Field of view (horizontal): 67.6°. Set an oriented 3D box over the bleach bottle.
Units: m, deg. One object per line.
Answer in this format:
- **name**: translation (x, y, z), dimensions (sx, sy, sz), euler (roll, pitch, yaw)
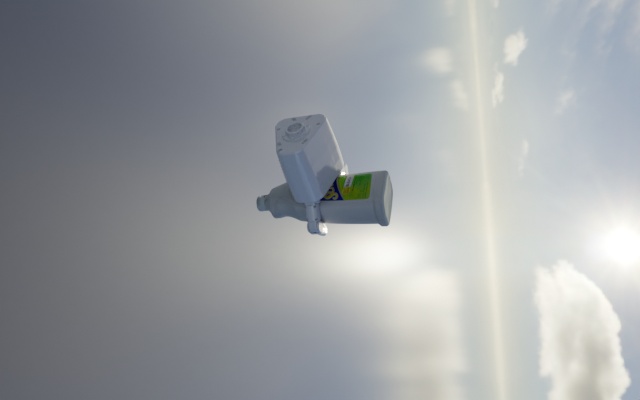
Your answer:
- **bleach bottle**: translation (0.000, 0.003, 0.864), dimensions (0.251, 0.068, 0.102), euler (-5, 43, 19)
